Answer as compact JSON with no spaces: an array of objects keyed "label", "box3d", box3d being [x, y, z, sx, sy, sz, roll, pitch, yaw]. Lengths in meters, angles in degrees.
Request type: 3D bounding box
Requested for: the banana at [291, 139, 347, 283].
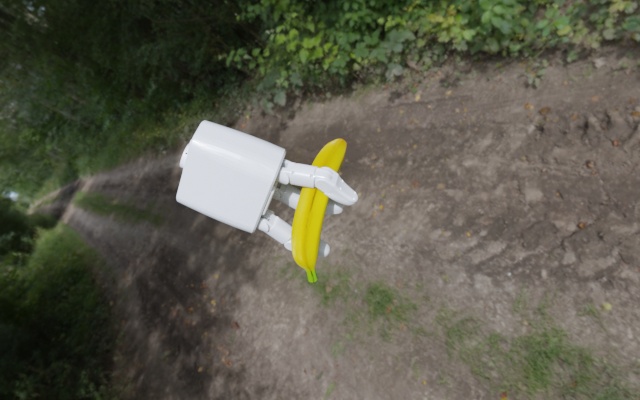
[{"label":"banana","box3d":[-0.004,-0.001,0.601,0.037,0.197,0.070,11,-16,13]}]
